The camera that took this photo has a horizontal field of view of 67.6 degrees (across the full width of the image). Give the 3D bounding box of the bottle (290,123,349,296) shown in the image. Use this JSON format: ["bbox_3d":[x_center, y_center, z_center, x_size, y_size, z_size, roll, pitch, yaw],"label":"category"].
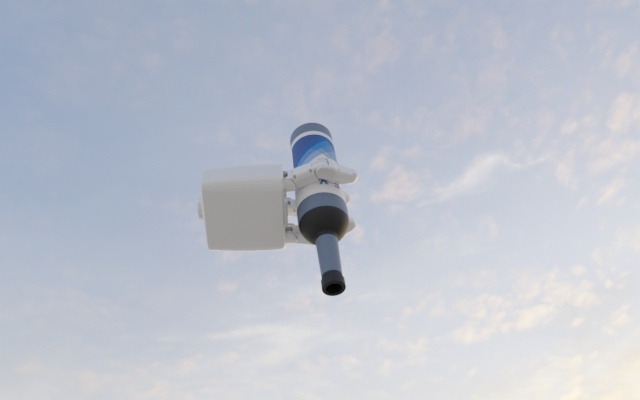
[{"bbox_3d":[0.000,0.002,0.643,0.069,0.069,0.295,0,41,-8],"label":"bottle"}]
